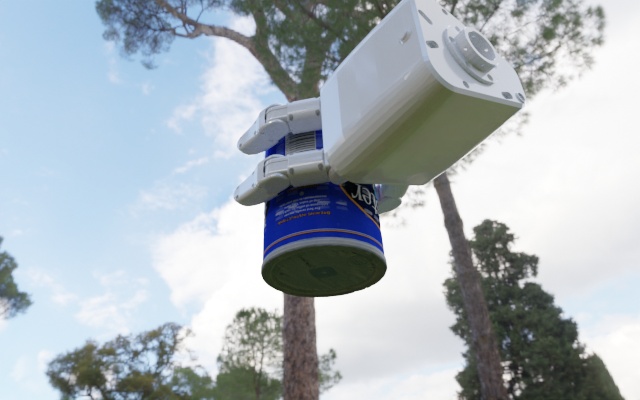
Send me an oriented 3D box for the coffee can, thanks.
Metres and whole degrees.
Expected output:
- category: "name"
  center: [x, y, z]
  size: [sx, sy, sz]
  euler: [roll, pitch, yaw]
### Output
- category: "coffee can"
  center: [0.000, 0.002, 0.424]
  size: [0.103, 0.140, 0.103]
  euler: [-2, -33, -1]
